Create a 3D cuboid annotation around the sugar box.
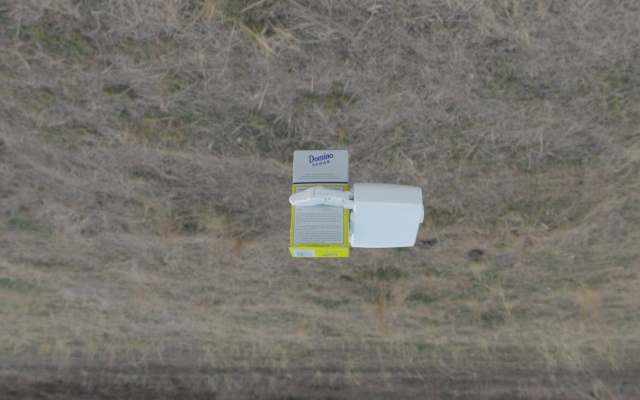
[{"bbox_3d":[0.000,0.003,0.778,0.093,0.176,0.048,0,-28,4],"label":"sugar box"}]
